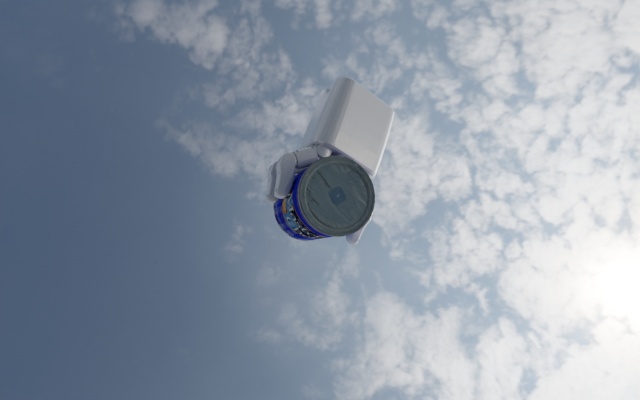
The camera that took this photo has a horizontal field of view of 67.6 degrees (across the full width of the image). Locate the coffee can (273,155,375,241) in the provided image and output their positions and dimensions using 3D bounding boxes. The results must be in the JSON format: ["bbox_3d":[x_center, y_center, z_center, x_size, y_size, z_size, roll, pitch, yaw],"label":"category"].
[{"bbox_3d":[0.000,0.002,0.662,0.103,0.103,0.140,0,-7,-19],"label":"coffee can"}]
